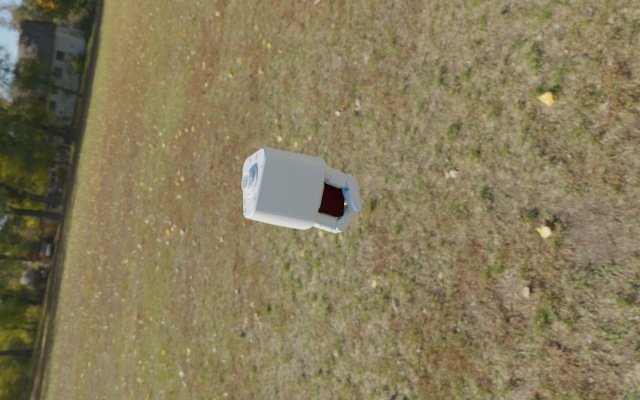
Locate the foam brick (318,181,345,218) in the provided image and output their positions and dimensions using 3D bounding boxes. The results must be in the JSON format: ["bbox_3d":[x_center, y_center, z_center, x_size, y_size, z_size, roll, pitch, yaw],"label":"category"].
[{"bbox_3d":[0.000,0.003,0.815,0.051,0.053,0.078,13,-17,-27],"label":"foam brick"}]
